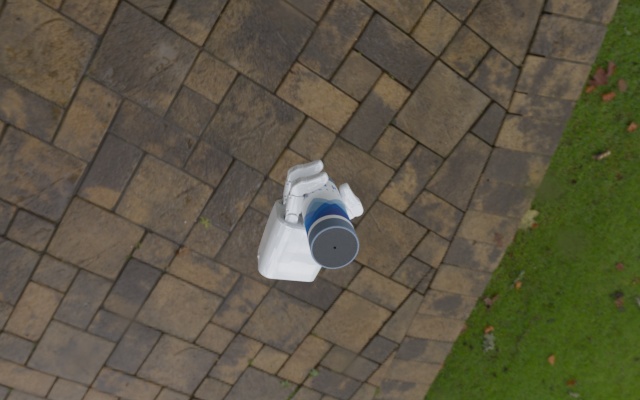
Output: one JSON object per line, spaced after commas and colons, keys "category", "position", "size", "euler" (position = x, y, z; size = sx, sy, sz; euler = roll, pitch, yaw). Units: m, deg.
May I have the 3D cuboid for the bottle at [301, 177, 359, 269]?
{"category": "bottle", "position": [0.000, 0.003, 0.770], "size": [0.069, 0.069, 0.295], "euler": [0, 25, -8]}
